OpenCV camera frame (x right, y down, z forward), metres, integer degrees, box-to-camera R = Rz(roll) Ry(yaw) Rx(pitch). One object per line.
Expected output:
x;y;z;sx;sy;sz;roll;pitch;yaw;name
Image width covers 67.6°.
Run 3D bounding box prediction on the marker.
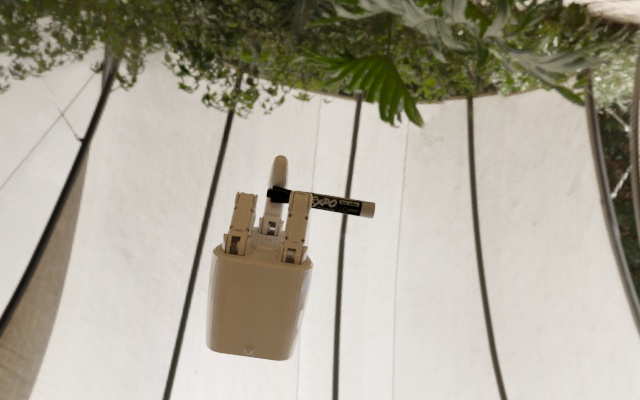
0.000;0.002;0.529;0.121;0.020;0.020;9;-1;-3;marker
